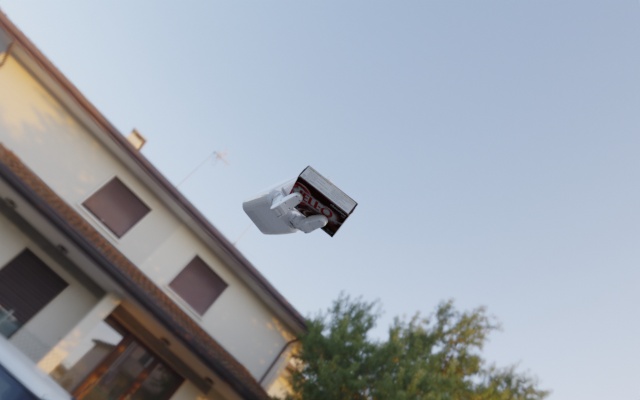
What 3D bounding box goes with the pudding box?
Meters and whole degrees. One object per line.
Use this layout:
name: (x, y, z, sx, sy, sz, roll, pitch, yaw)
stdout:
pudding box: (0.000, 0.003, 0.847, 0.113, 0.039, 0.090, 36, -33, 3)
